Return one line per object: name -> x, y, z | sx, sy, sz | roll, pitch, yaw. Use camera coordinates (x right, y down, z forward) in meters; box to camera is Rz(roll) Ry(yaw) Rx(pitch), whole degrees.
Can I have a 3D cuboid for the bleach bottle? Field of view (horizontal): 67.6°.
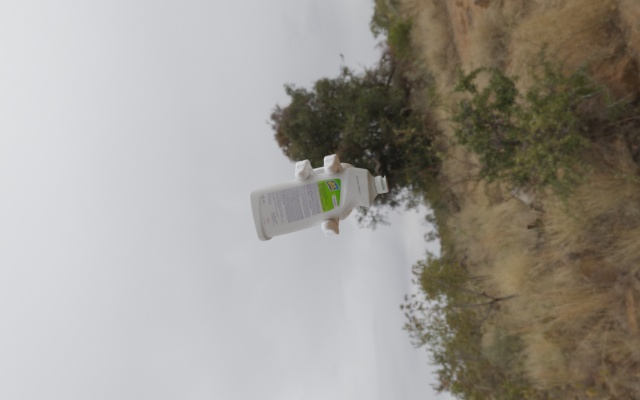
bleach bottle -> 0.000, 0.003, 0.874 | 0.251, 0.102, 0.068 | -12, 1, 13
